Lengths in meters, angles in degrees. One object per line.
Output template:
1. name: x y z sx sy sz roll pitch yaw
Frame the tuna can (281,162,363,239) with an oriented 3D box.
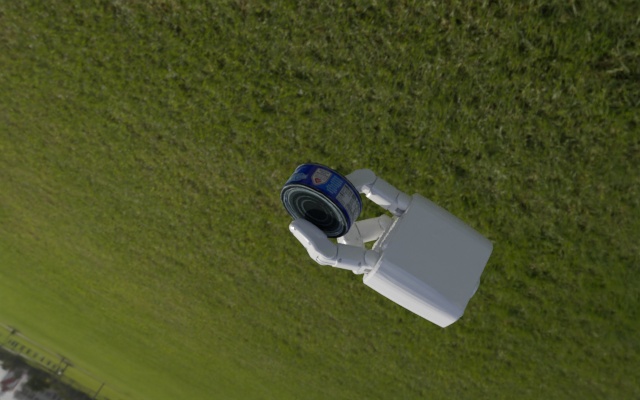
1. tuna can: 0.000 0.002 0.514 0.086 0.033 0.086 25 -32 17
